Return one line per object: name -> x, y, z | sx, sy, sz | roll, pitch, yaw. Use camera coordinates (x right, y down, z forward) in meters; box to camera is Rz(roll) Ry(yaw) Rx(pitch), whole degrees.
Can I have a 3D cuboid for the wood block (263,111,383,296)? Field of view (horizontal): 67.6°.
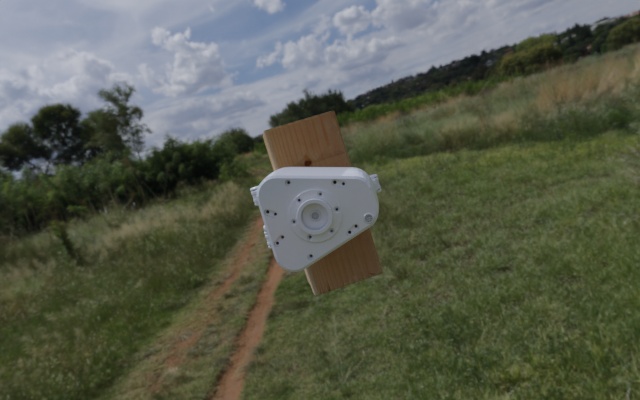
wood block -> 0.000, 0.002, 0.611 | 0.091, 0.206, 0.090 | -17, 5, -6
